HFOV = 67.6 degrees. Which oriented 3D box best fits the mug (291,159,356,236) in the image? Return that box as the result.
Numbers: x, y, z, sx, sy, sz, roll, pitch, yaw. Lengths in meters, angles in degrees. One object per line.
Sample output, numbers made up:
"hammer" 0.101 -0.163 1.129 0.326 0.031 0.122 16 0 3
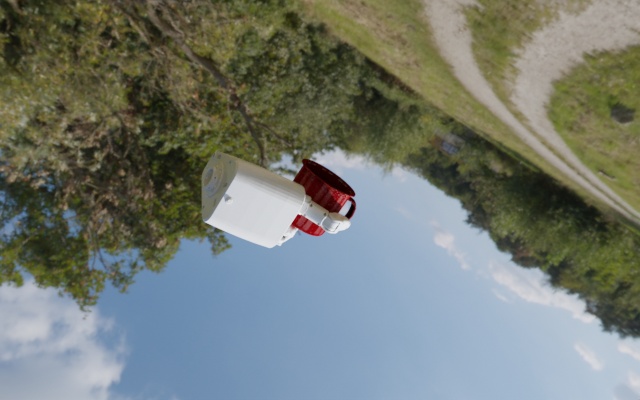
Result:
"mug" 0.001 0.003 0.708 0.117 0.081 0.093 25 17 -32
